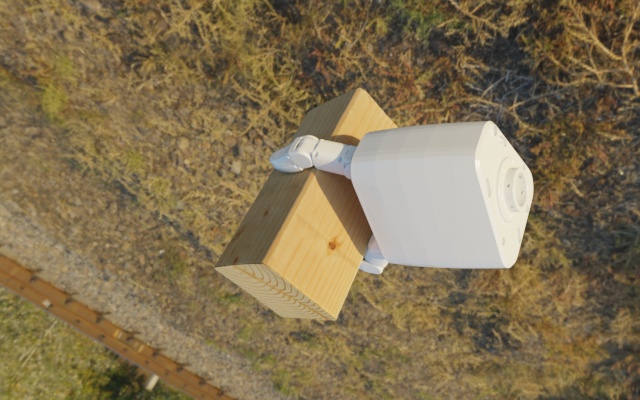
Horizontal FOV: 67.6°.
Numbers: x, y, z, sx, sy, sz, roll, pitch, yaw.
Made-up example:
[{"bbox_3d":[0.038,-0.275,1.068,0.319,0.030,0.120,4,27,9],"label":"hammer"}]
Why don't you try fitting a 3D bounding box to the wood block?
[{"bbox_3d":[0.000,0.001,0.468,0.091,0.206,0.090,43,-32,-25],"label":"wood block"}]
